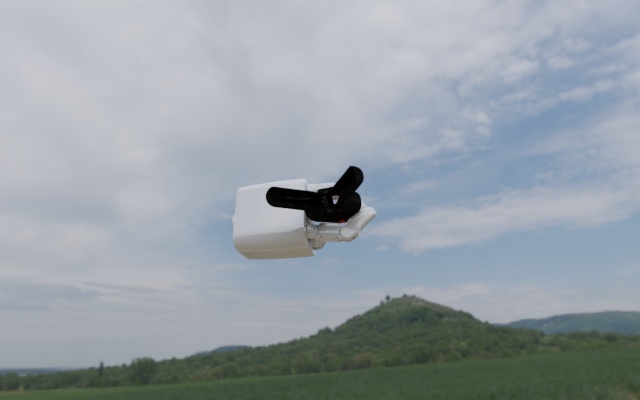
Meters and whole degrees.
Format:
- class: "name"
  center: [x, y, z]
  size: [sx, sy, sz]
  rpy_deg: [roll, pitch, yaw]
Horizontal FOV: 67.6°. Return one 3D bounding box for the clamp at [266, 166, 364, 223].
- class: "clamp"
  center: [0.000, 0.002, 0.629]
  size: [0.120, 0.039, 0.171]
  rpy_deg: [-6, -19, 6]
